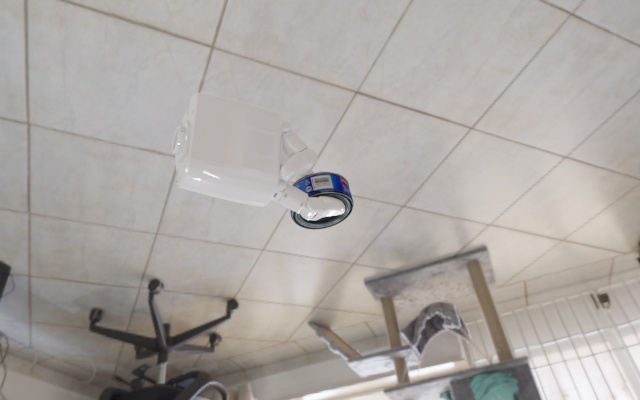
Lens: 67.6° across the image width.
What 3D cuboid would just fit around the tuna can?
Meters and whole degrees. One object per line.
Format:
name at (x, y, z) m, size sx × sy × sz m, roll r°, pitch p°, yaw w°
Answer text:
tuna can at (0.000, 0.003, 0.633) m, size 0.086 × 0.033 × 0.086 m, roll -9°, pitch -36°, yaw -7°
